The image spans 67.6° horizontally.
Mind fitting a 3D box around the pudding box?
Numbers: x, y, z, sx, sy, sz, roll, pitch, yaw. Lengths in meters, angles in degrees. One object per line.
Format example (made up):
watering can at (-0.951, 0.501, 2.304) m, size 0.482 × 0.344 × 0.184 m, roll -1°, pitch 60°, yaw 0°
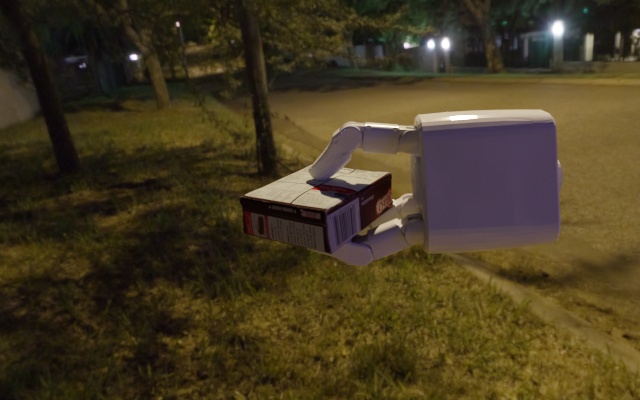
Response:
pudding box at (0.000, 0.001, 0.420) m, size 0.090 × 0.039 × 0.113 m, roll 8°, pitch 22°, yaw 33°
